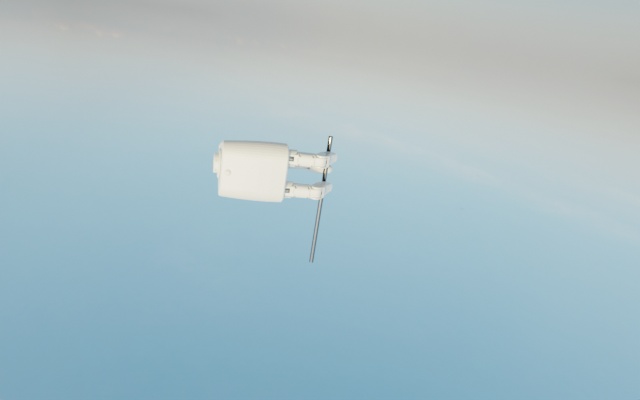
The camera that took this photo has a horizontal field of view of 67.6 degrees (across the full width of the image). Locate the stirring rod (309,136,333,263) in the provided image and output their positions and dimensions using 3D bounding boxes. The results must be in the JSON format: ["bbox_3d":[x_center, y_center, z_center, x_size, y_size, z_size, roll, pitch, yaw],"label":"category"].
[{"bbox_3d":[0.000,0.003,0.856,0.011,0.240,0.011,8,19,-3],"label":"stirring rod"}]
